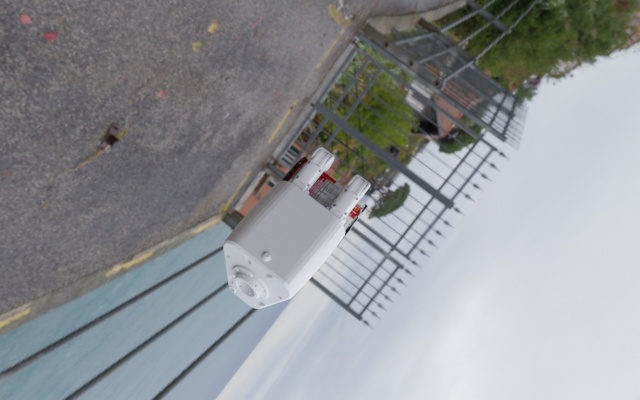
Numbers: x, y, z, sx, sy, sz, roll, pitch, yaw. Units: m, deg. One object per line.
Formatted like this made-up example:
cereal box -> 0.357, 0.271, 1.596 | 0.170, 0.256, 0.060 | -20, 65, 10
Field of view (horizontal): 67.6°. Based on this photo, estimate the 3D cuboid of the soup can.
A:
soup can -> 0.001, 0.002, 0.603 | 0.102, 0.068, 0.068 | 37, 4, 5
